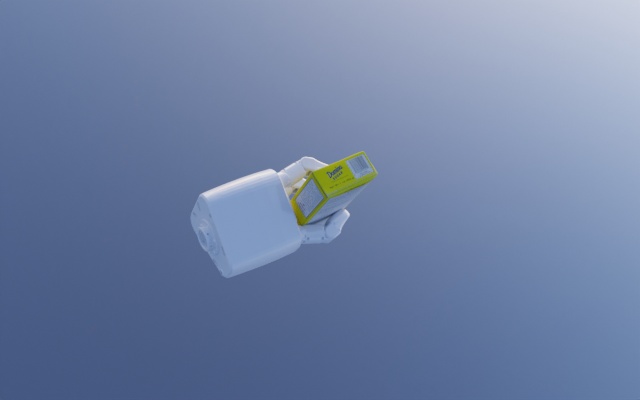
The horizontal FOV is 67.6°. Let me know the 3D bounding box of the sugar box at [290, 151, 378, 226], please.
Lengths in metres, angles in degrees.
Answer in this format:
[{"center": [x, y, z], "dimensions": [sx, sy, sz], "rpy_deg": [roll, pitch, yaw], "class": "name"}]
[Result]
[{"center": [0.000, 0.002, 0.681], "dimensions": [0.093, 0.048, 0.176], "rpy_deg": [-23, -12, -33], "class": "sugar box"}]
